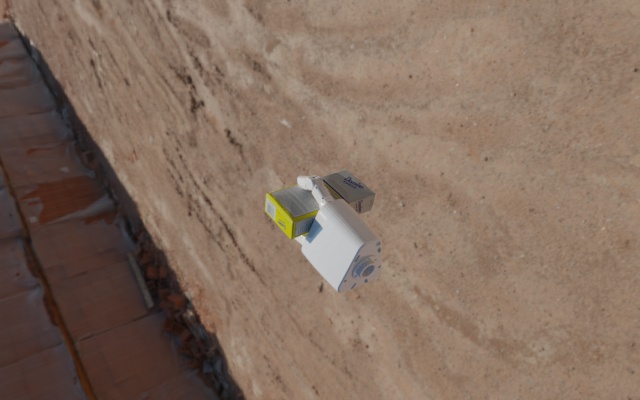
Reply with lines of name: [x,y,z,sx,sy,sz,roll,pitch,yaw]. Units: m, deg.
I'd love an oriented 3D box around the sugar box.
sugar box: [0.000,0.003,0.848,0.176,0.048,0.093,-16,42,-31]
